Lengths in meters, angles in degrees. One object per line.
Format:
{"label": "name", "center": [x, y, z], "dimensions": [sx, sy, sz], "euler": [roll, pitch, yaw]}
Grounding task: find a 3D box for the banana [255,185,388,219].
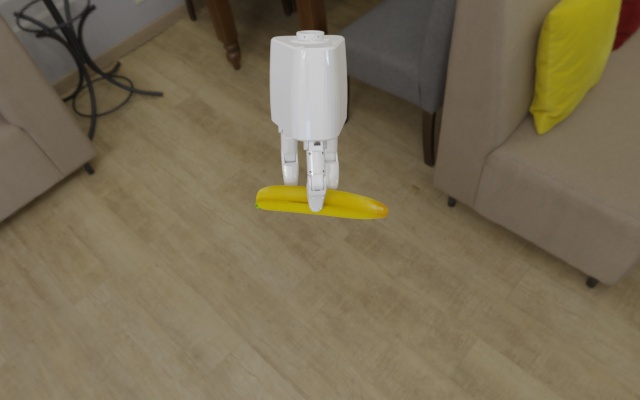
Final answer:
{"label": "banana", "center": [-0.008, 0.001, 0.654], "dimensions": [0.198, 0.037, 0.069], "euler": [5, -1, 16]}
